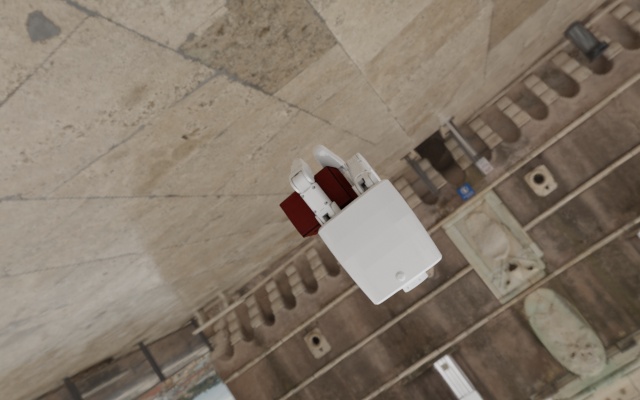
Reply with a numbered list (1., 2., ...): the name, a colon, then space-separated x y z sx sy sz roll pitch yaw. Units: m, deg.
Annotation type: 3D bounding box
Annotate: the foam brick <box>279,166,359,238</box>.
1. foam brick: 0.000 0.002 0.579 0.078 0.051 0.053 -39 -9 14
